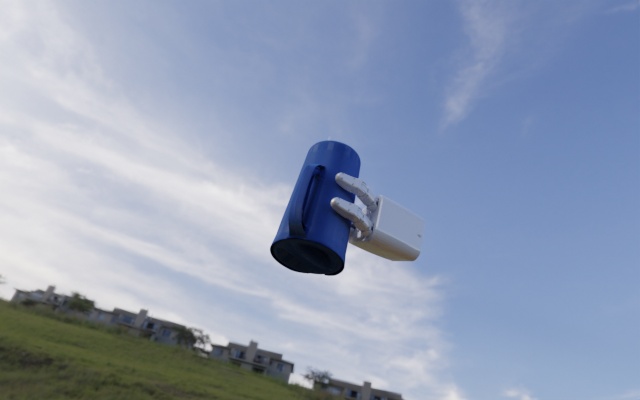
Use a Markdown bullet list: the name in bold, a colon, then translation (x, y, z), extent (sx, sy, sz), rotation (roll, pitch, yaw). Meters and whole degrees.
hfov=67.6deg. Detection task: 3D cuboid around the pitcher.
- **pitcher**: translation (0.000, 0.003, 0.877), extent (0.145, 0.242, 0.149), rotation (27, -35, -18)
